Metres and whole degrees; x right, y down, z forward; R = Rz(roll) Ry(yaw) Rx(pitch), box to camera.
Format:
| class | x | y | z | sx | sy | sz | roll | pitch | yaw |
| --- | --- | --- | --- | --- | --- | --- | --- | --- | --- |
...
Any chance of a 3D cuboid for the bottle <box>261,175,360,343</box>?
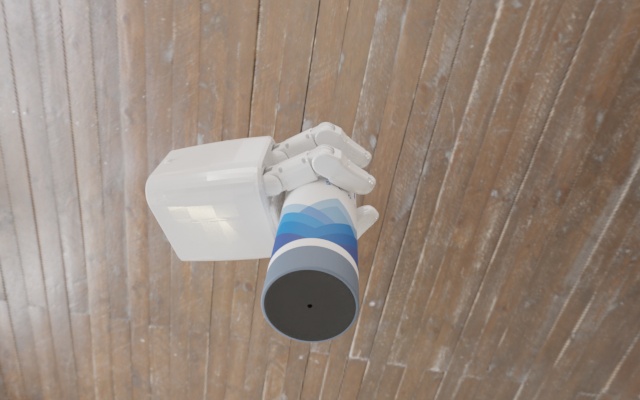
| class | x | y | z | sx | sy | sz | roll | pitch | yaw |
| --- | --- | --- | --- | --- | --- | --- | --- | --- | --- |
| bottle | 0.000 | 0.002 | 0.448 | 0.069 | 0.069 | 0.295 | 0 | 28 | 3 |
